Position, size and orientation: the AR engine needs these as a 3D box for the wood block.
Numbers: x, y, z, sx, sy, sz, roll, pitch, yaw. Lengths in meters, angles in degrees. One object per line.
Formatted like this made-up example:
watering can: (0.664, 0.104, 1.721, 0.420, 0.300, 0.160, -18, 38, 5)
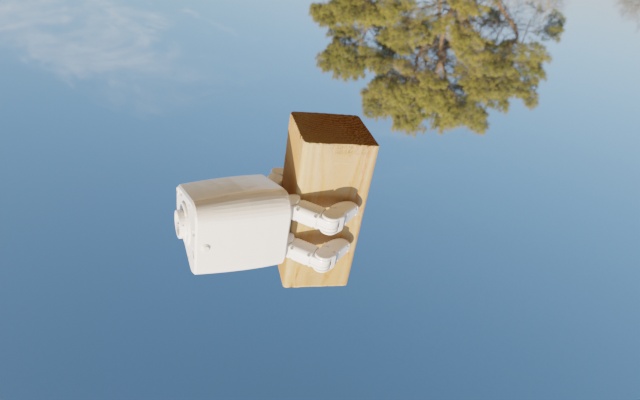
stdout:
wood block: (0.000, 0.002, 0.607, 0.090, 0.206, 0.090, 1, 33, -16)
